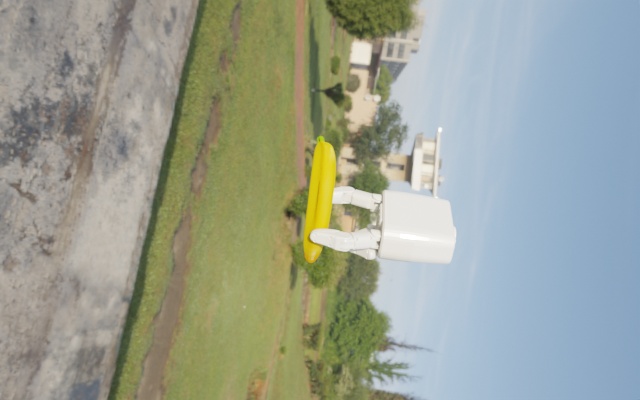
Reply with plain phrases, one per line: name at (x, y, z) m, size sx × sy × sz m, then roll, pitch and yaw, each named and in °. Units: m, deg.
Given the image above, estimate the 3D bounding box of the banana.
banana at (0.000, -0.001, 0.715) m, size 0.037 × 0.198 × 0.069 m, roll 7°, pitch -1°, yaw 2°
